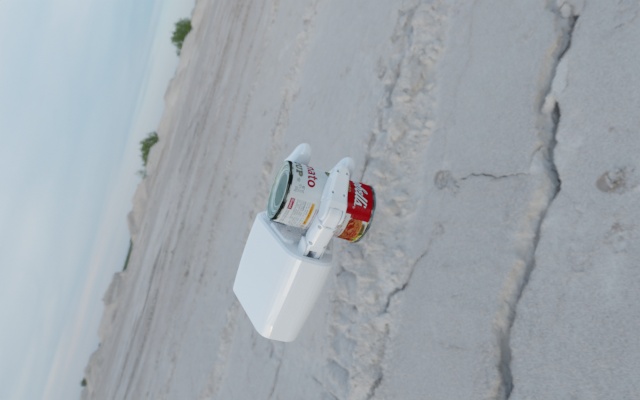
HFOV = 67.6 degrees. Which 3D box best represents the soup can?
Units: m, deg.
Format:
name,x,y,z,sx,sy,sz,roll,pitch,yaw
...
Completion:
name,x,y,z,sx,sy,sz,roll,pitch,yaw
soup can,0.000,0.001,0.522,0.102,0.068,0.068,17,-6,-20
